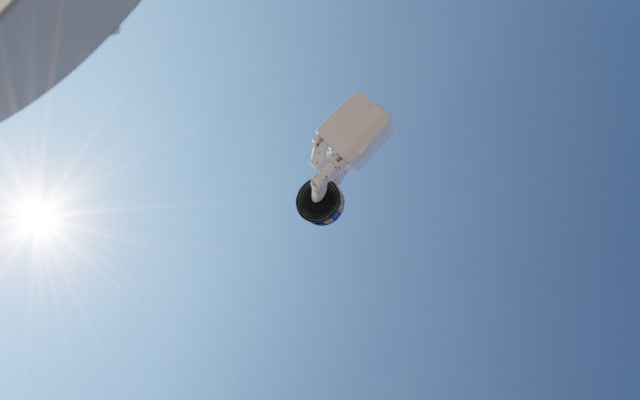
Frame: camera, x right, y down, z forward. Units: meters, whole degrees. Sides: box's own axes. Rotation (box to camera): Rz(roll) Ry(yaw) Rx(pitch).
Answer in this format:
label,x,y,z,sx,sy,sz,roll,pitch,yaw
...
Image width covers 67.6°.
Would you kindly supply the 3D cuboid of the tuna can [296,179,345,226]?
label,x,y,z,sx,sy,sz,roll,pitch,yaw
tuna can,0.000,0.003,0.878,0.086,0.086,0.034,0,-15,20
